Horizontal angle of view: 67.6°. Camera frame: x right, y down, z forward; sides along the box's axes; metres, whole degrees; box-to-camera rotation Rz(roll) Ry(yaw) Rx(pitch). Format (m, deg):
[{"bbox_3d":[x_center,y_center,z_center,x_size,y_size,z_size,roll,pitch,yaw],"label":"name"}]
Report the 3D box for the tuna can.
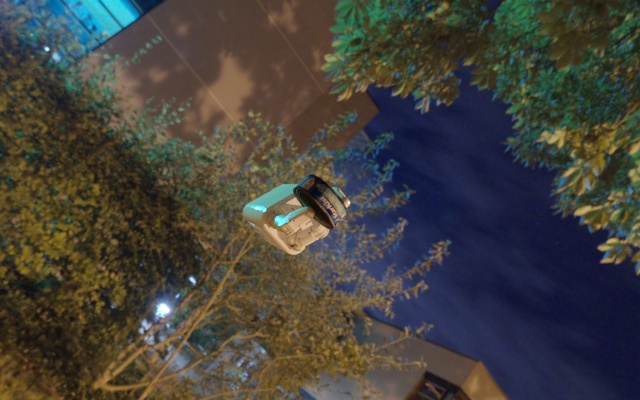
[{"bbox_3d":[0.001,0.002,0.716,0.033,0.086,0.086,-44,13,-14],"label":"tuna can"}]
